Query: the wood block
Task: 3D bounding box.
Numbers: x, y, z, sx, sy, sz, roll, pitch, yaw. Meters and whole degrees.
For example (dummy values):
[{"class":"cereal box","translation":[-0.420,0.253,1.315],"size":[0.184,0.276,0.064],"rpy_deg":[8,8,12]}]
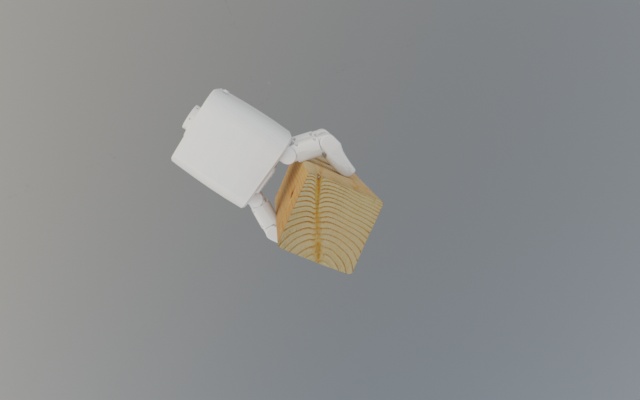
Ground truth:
[{"class":"wood block","translation":[0.000,0.002,0.603],"size":[0.090,0.091,0.206],"rpy_deg":[22,10,-11]}]
